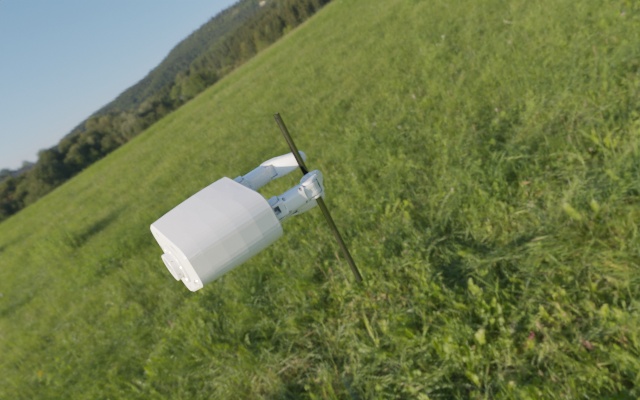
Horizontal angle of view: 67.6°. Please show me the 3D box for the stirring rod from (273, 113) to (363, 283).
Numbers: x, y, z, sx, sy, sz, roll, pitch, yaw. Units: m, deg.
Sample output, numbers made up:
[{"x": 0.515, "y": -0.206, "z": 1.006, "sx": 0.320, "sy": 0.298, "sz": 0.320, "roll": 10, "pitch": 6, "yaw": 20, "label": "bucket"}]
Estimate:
[{"x": 0.000, "y": 0.002, "z": 0.592, "sx": 0.011, "sy": 0.239, "sz": 0.011, "roll": -25, "pitch": 16, "yaw": 8, "label": "stirring rod"}]
